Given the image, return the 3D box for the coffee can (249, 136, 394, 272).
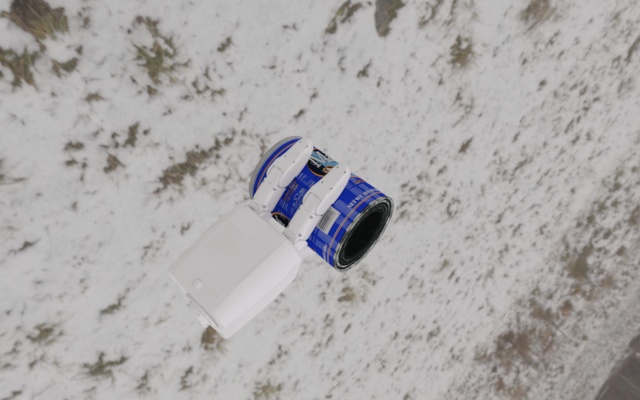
[{"bbox_3d":[0.000,0.002,0.563,0.140,0.103,0.103,36,18,25],"label":"coffee can"}]
